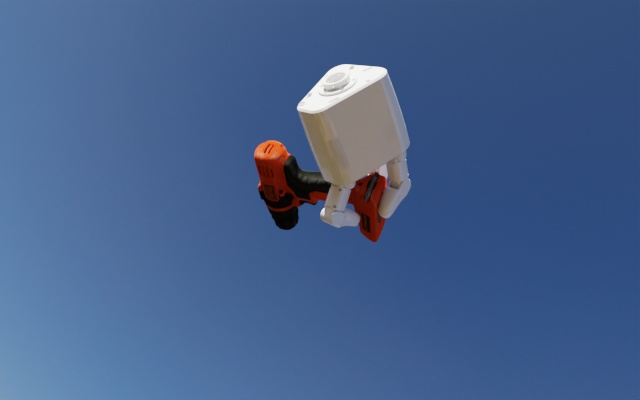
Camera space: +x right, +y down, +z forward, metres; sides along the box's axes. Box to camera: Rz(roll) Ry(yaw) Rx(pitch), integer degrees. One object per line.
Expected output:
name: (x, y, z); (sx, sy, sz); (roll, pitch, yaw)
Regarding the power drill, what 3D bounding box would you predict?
power drill: (0.001, 0.002, 0.696); (0.187, 0.057, 0.185); (13, -33, 16)
